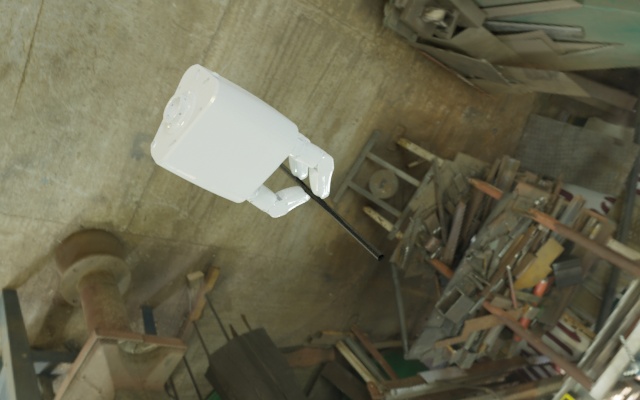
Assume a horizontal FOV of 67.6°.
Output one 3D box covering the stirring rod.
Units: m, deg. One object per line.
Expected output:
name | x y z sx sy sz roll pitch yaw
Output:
stirring rod | 0.000 0.002 0.559 0.011 0.011 0.239 0 27 -34
